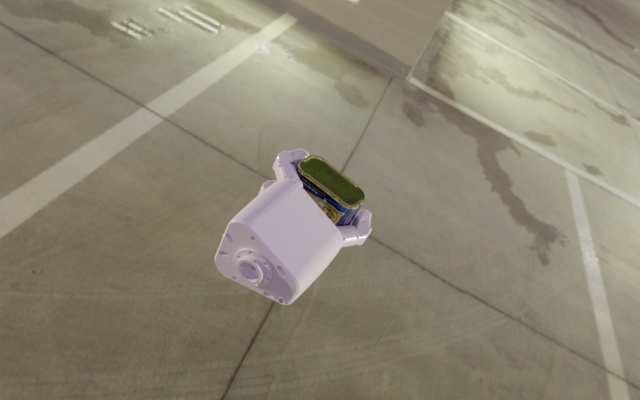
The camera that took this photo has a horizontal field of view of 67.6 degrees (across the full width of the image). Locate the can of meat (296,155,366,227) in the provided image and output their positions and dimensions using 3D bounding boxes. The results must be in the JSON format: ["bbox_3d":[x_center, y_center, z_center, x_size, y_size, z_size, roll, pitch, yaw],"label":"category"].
[{"bbox_3d":[0.000,0.002,0.638,0.102,0.084,0.057,38,39,11],"label":"can of meat"}]
